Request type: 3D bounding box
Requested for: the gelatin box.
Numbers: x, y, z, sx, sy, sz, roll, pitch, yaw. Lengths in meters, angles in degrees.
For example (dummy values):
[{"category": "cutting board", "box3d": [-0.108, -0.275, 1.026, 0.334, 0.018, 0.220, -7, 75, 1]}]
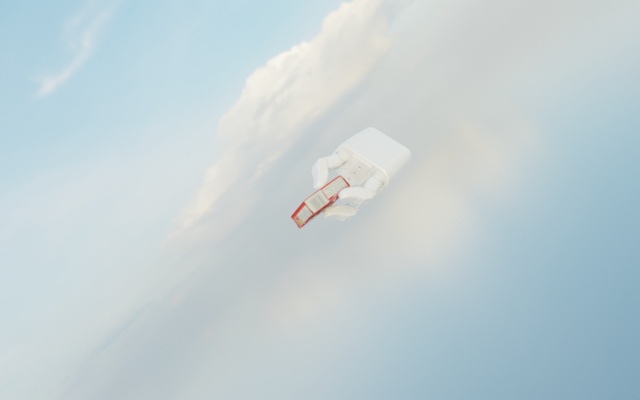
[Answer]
[{"category": "gelatin box", "box3d": [0.000, 0.002, 0.796, 0.089, 0.030, 0.073, -36, -5, -30]}]
